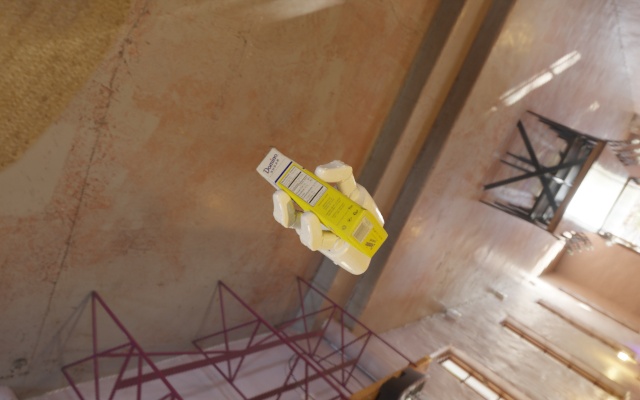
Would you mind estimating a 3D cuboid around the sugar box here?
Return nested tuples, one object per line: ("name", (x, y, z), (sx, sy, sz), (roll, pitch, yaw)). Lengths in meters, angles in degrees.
("sugar box", (0.000, 0.003, 0.638), (0.176, 0.048, 0.093), (32, -8, 33))
